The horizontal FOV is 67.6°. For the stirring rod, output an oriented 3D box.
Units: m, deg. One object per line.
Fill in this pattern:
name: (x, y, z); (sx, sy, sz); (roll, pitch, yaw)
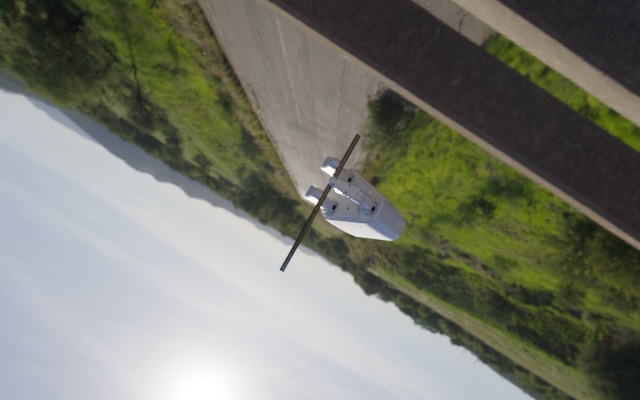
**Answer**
stirring rod: (0.000, 0.002, 0.732); (0.011, 0.239, 0.011); (29, -5, 3)
